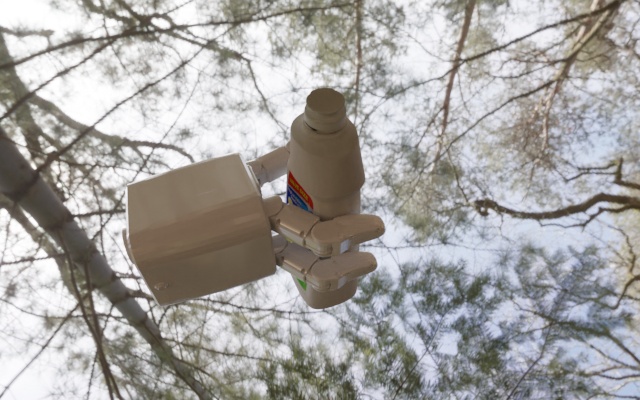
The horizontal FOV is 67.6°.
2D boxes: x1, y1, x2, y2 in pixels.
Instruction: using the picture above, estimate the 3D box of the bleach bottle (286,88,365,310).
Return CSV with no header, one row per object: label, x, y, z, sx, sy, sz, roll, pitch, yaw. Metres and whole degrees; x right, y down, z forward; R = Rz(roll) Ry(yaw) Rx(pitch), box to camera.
bleach bottle,0.000,0.002,0.441,0.068,0.102,0.251,-18,-37,-14
